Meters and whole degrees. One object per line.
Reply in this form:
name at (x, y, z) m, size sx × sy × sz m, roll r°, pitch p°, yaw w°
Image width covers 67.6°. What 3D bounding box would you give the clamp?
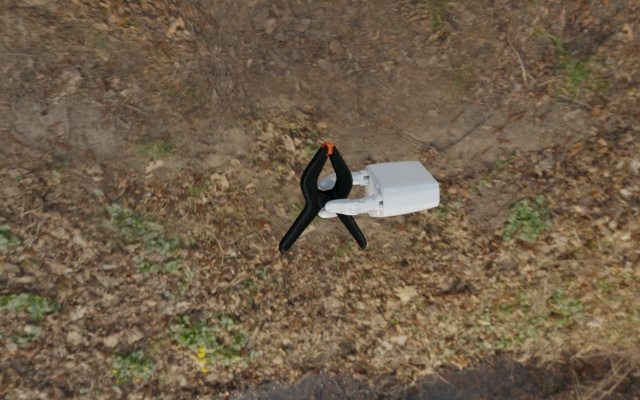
clamp at (0.001, 0.002, 0.844) m, size 0.164 × 0.210 × 0.036 m, roll -8°, pitch 18°, yaw -13°
